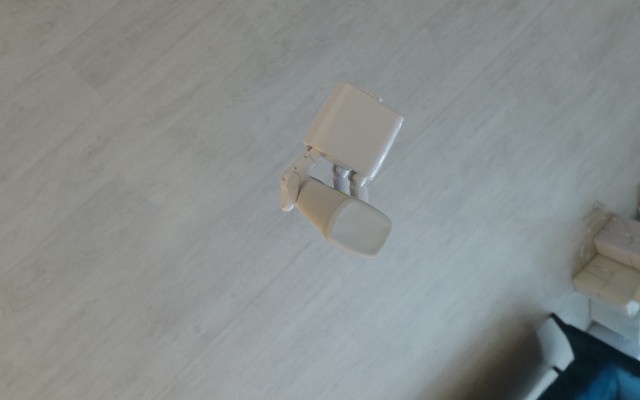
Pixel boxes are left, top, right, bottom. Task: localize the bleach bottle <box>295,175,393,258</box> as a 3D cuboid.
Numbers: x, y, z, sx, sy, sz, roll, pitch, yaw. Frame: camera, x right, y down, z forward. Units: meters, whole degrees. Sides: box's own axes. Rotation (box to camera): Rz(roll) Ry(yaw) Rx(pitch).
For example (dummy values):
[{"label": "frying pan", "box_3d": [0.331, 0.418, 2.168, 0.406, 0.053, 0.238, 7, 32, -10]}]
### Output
[{"label": "bleach bottle", "box_3d": [0.000, 0.002, 0.717, 0.102, 0.068, 0.250, 28, 3, -31]}]
